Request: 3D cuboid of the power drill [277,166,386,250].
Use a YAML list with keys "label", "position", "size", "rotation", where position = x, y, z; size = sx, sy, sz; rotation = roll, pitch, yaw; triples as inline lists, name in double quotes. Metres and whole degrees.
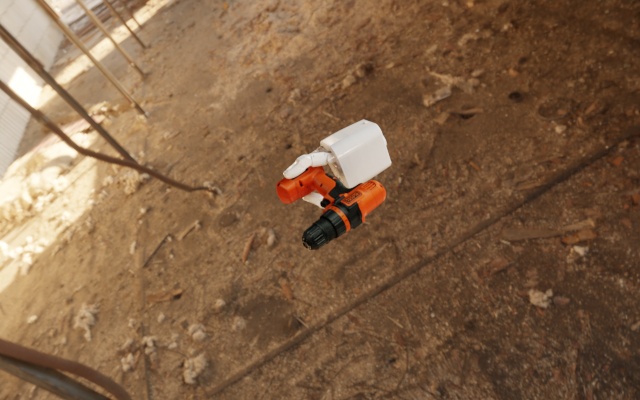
- label: "power drill"
  position: [0.000, 0.003, 0.891]
  size: [0.184, 0.057, 0.187]
  rotation: [-34, 42, -24]
